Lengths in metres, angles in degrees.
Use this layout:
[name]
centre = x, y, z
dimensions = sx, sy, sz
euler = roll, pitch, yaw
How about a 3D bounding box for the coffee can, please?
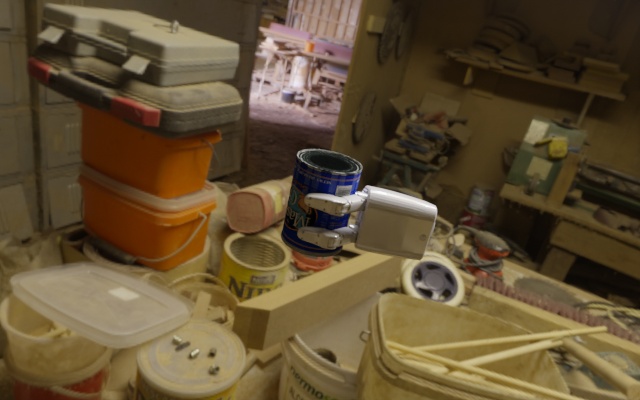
[coffee can]
centre = 0.000, 0.003, 0.748
dimensions = 0.103, 0.140, 0.102
euler = 11, 22, -5
